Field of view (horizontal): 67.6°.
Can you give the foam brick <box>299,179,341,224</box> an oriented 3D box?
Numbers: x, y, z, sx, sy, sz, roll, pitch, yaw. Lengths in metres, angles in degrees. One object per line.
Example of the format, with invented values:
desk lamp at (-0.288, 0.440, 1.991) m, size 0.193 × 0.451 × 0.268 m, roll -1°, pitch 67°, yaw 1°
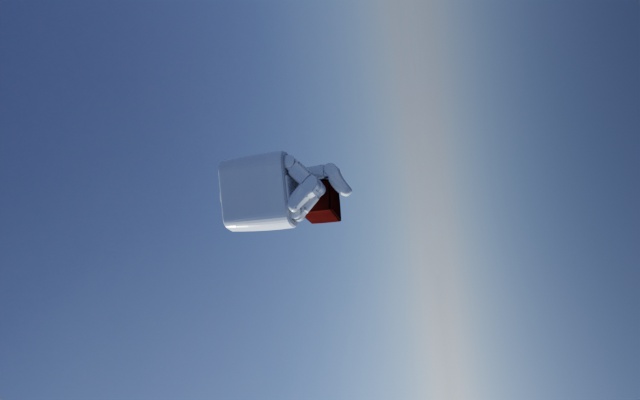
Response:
foam brick at (0.000, 0.003, 0.777) m, size 0.051 × 0.053 × 0.078 m, roll -7°, pitch -19°, yaw 13°
